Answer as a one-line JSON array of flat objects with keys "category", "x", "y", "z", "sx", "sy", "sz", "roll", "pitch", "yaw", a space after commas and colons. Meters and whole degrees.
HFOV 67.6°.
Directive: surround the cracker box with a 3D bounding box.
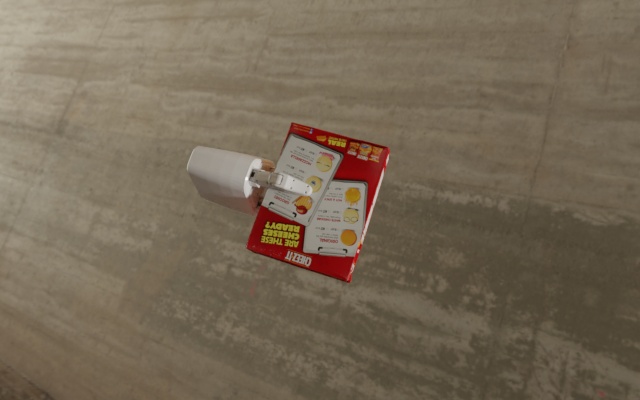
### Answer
[{"category": "cracker box", "x": 0.000, "y": 0.002, "z": 0.748, "sx": 0.164, "sy": 0.213, "sz": 0.072, "roll": 16, "pitch": -12, "yaw": 12}]
